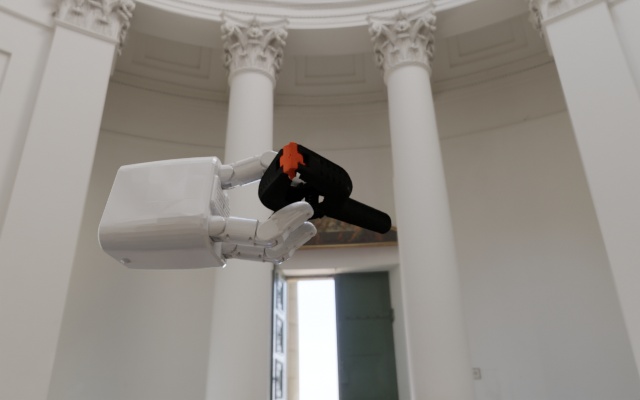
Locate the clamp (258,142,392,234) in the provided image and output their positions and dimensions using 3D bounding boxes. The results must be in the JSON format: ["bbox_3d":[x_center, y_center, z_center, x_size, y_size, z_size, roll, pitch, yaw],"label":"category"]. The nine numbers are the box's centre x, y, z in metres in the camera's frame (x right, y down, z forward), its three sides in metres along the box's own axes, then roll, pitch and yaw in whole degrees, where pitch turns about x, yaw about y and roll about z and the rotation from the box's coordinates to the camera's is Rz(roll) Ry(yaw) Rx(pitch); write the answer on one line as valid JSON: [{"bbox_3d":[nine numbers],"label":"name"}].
[{"bbox_3d":[0.000,0.001,0.509,0.164,0.036,0.210,-5,-24,1],"label":"clamp"}]
